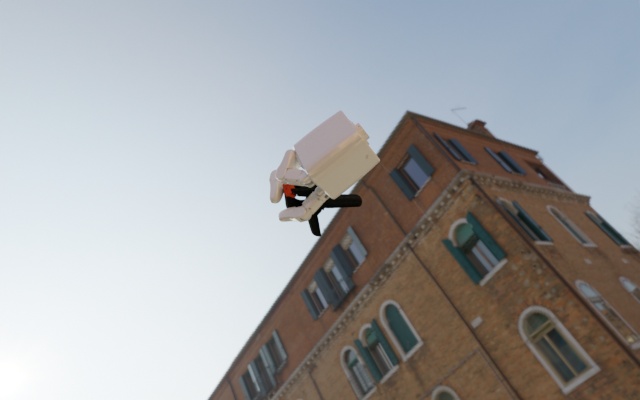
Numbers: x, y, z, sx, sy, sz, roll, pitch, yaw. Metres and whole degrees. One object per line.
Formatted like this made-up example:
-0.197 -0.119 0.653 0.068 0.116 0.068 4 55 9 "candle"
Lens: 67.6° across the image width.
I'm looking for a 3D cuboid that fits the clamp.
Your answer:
0.000 0.002 0.873 0.120 0.039 0.171 -38 -36 9 "clamp"
